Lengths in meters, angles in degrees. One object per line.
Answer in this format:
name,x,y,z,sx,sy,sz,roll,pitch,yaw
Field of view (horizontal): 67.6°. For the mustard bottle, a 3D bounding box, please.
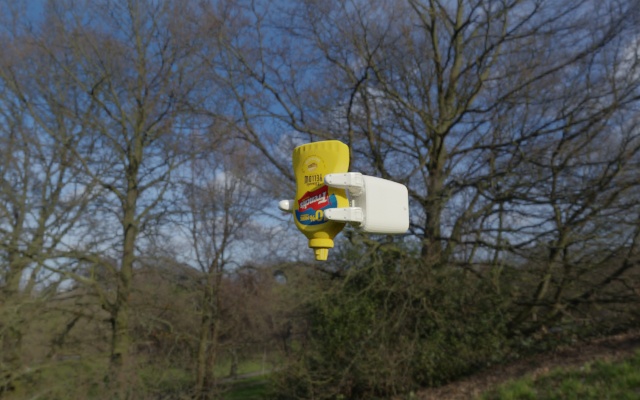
mustard bottle,0.000,0.002,0.785,0.096,0.191,0.058,-6,-11,27
